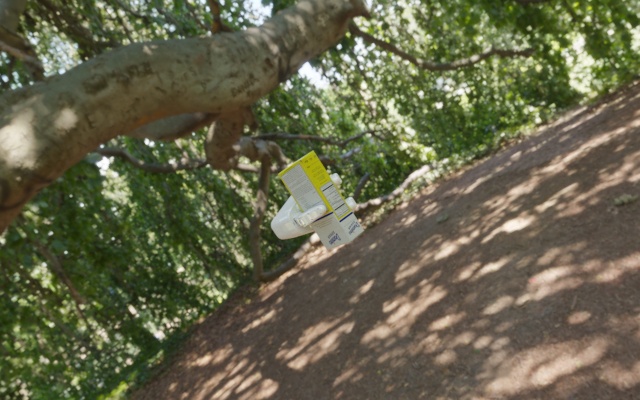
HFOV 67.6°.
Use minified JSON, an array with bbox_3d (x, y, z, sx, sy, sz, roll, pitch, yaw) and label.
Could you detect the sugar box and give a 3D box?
[{"bbox_3d":[0.000,0.003,0.894,0.048,0.176,0.093,-37,6,-32],"label":"sugar box"}]
